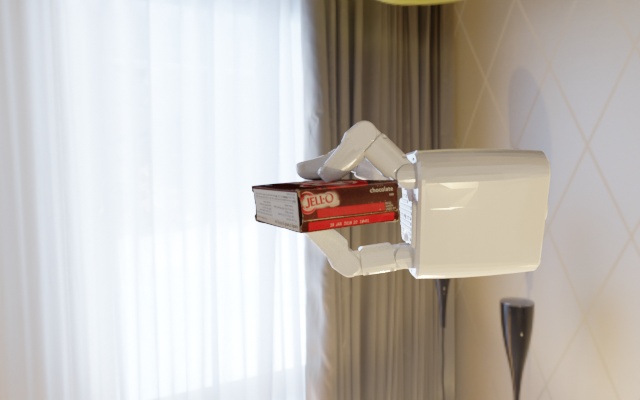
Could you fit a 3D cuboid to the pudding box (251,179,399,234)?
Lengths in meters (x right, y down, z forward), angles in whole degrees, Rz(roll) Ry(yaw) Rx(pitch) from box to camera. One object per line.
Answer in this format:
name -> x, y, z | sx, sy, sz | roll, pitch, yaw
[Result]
pudding box -> 0.000, 0.002, 0.414 | 0.090, 0.039, 0.113 | -5, 3, -26
